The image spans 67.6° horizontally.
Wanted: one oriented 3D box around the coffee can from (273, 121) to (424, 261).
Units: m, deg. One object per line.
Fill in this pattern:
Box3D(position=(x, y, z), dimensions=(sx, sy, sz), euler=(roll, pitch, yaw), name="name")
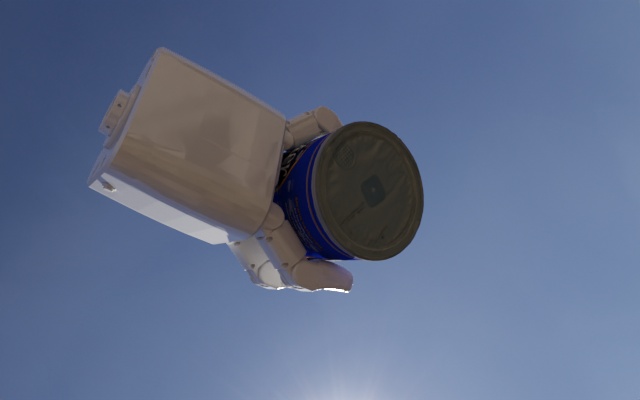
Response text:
Box3D(position=(0.000, 0.001, 0.402), dimensions=(0.103, 0.103, 0.140), euler=(0, -7, -35), name="coffee can")
